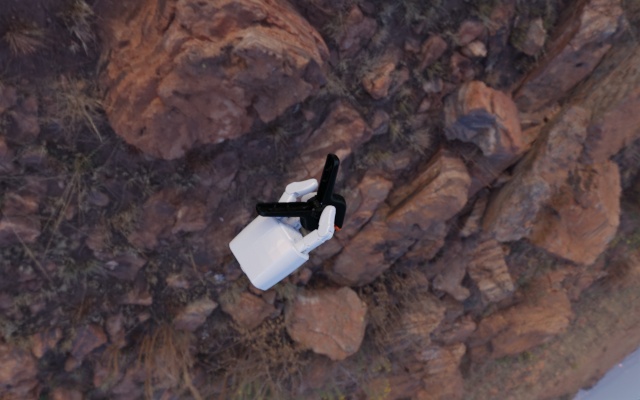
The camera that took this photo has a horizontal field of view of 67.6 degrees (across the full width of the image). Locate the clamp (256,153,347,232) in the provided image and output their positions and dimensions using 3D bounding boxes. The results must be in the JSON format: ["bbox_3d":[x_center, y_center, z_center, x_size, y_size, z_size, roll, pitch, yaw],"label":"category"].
[{"bbox_3d":[0.001,0.004,0.869,0.164,0.036,0.210,-37,-33,11],"label":"clamp"}]
